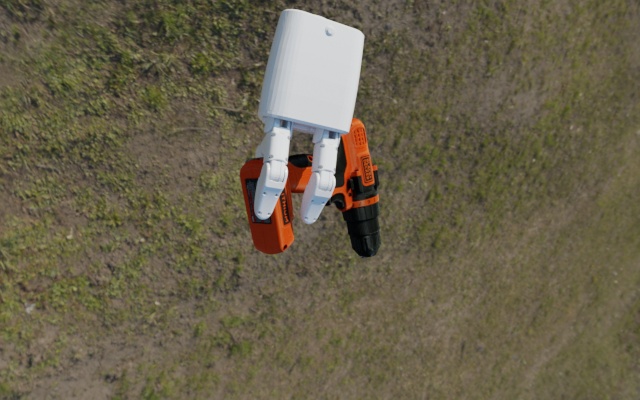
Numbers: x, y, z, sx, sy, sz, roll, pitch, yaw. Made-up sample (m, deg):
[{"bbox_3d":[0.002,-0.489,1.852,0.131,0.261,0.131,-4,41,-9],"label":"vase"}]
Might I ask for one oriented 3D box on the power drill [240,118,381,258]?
[{"bbox_3d":[0.000,0.002,0.578,0.057,0.184,0.187,-3,11,45],"label":"power drill"}]
